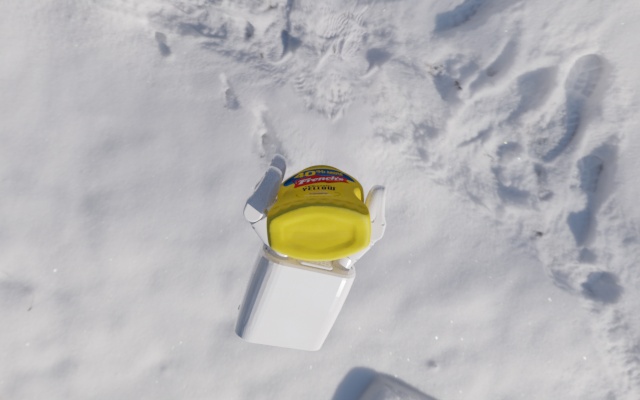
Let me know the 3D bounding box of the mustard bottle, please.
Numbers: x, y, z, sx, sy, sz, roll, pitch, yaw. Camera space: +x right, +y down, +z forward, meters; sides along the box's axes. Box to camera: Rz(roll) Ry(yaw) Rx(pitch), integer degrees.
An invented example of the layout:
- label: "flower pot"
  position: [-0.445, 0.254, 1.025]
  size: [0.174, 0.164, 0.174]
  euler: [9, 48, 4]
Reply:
- label: "mustard bottle"
  position: [0.000, 0.001, 0.517]
  size: [0.096, 0.058, 0.191]
  euler: [-3, 17, 2]
